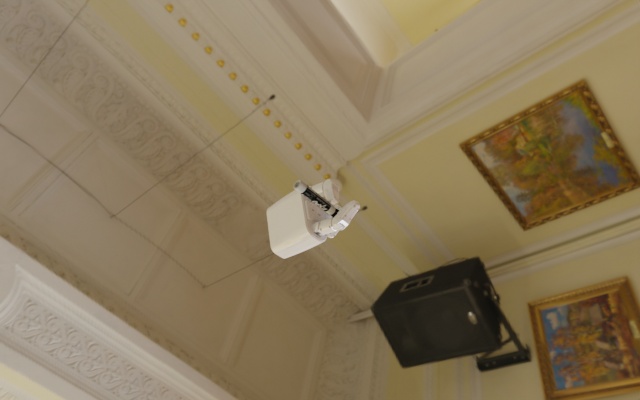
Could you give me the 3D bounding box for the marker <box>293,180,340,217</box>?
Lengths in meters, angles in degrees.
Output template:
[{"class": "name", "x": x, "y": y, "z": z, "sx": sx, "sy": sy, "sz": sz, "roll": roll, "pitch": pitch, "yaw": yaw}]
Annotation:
[{"class": "marker", "x": 0.000, "y": 0.003, "z": 0.850, "sx": 0.121, "sy": 0.020, "sz": 0.020, "roll": 37, "pitch": -22, "yaw": -33}]
